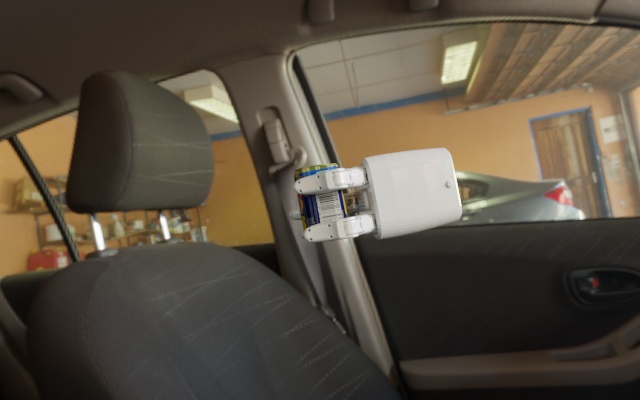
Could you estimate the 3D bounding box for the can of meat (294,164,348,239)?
[{"bbox_3d":[0.000,0.002,0.593,0.057,0.084,0.102,-10,-2,-5],"label":"can of meat"}]
